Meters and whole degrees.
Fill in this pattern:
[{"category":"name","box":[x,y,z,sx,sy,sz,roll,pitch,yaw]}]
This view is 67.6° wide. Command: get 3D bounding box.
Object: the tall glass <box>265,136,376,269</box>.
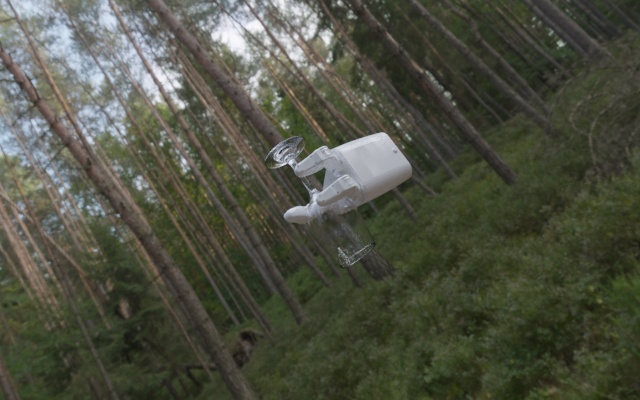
[{"category":"tall glass","box":[0.000,0.002,0.715,0.079,0.201,0.079,-31,-17,-11]}]
